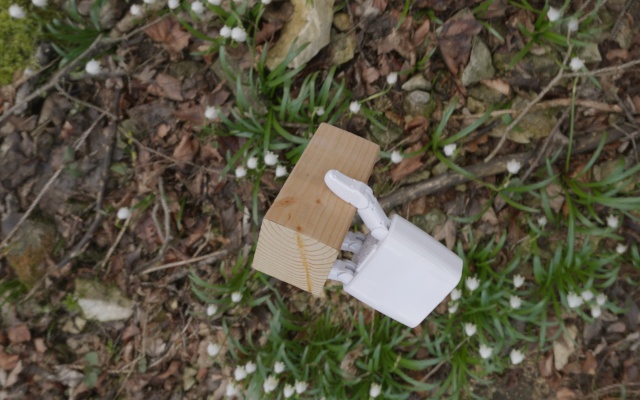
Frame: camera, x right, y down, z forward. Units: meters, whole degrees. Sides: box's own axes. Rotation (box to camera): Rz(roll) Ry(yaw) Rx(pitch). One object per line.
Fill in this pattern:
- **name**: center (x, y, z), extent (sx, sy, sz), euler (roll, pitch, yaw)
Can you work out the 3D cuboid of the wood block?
- **wood block**: center (0.001, 0.002, 0.608), extent (0.090, 0.091, 0.206), euler (23, 43, 3)
